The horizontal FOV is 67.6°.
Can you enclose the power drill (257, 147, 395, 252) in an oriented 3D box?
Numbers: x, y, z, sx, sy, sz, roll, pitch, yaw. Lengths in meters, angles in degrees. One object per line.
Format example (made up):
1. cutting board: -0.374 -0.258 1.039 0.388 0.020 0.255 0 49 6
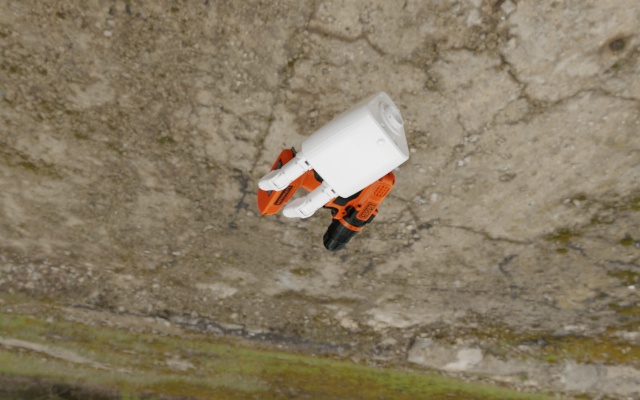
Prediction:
1. power drill: 0.000 0.002 0.749 0.188 0.184 0.057 14 36 -29
